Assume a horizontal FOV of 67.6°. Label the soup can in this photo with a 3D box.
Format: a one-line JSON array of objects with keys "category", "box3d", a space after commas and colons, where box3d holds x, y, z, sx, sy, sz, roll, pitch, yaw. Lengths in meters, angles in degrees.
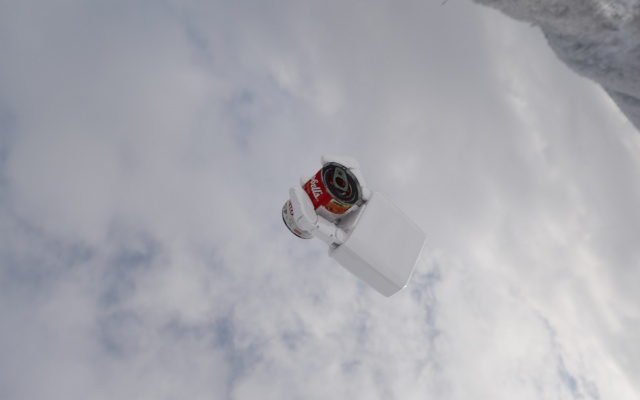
[{"category": "soup can", "box3d": [0.000, 0.002, 0.666, 0.068, 0.068, 0.102, 0, -31, -42]}]
